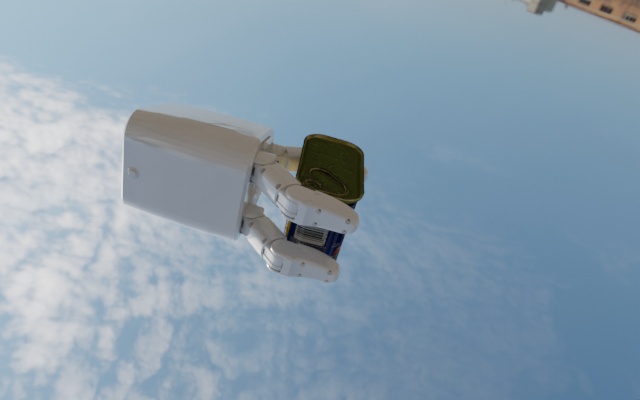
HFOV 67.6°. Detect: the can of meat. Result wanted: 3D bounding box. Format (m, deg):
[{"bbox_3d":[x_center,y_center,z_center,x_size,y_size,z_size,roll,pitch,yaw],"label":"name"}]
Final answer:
[{"bbox_3d":[0.000,0.002,0.433,0.057,0.084,0.102,14,33,-5],"label":"can of meat"}]
